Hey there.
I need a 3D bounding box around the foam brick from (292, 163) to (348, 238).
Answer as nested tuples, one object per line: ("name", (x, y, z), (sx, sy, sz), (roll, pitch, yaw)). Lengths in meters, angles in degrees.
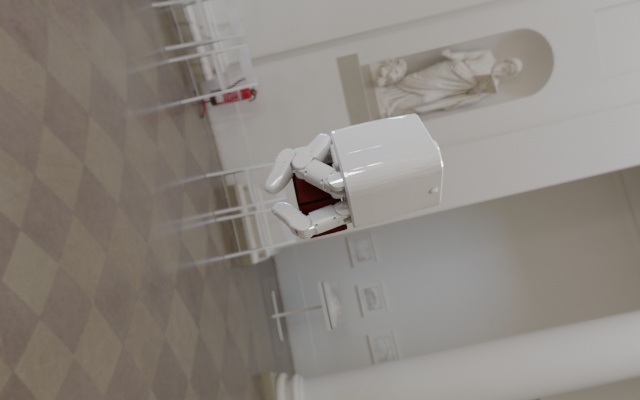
("foam brick", (0.000, 0.002, 0.589), (0.051, 0.053, 0.078), (-14, -35, 1))
